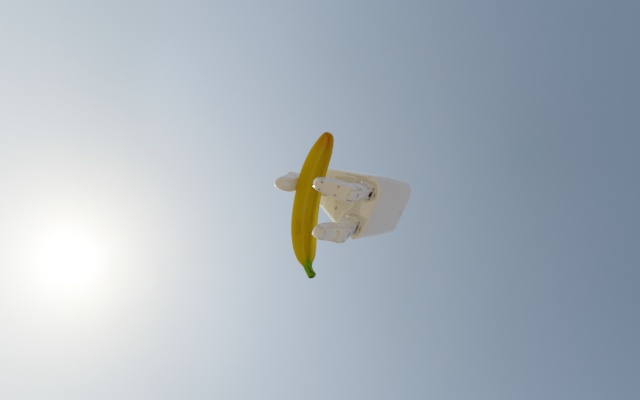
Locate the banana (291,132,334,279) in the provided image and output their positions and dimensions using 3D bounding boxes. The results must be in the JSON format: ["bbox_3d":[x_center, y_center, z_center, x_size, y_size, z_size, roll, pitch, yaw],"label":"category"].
[{"bbox_3d":[-0.011,0.005,0.667,0.037,0.198,0.069,6,-1,-37],"label":"banana"}]
